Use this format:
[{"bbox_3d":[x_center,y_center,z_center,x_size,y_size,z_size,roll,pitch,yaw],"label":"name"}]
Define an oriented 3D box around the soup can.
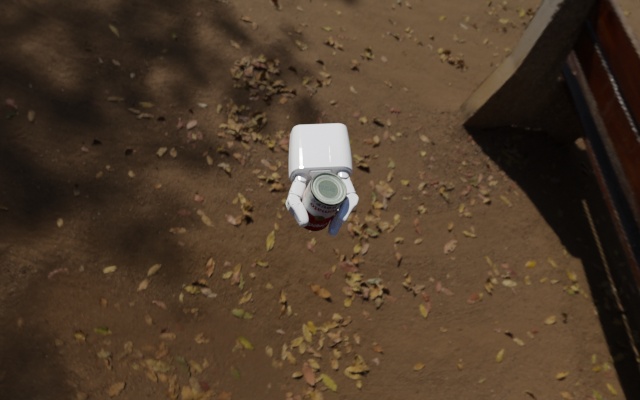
[{"bbox_3d":[0.000,0.003,0.852,0.068,0.068,0.102,0,-29,-19],"label":"soup can"}]
